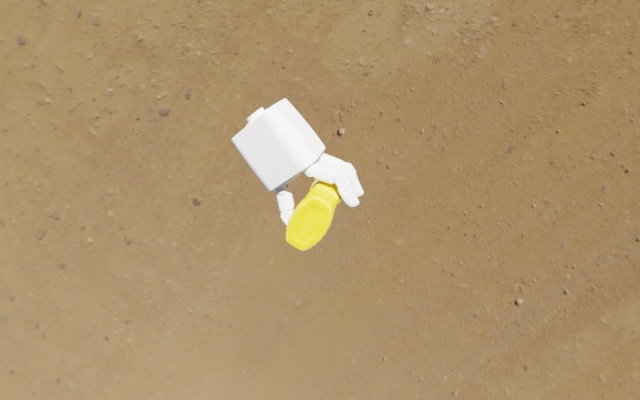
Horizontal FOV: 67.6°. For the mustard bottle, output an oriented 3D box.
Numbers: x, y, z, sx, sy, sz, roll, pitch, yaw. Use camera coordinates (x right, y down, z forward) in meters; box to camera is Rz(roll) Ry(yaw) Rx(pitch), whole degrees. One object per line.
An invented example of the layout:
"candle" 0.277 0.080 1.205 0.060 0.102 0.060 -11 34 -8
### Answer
"mustard bottle" 0.000 0.003 0.781 0.058 0.096 0.191 30 24 0
